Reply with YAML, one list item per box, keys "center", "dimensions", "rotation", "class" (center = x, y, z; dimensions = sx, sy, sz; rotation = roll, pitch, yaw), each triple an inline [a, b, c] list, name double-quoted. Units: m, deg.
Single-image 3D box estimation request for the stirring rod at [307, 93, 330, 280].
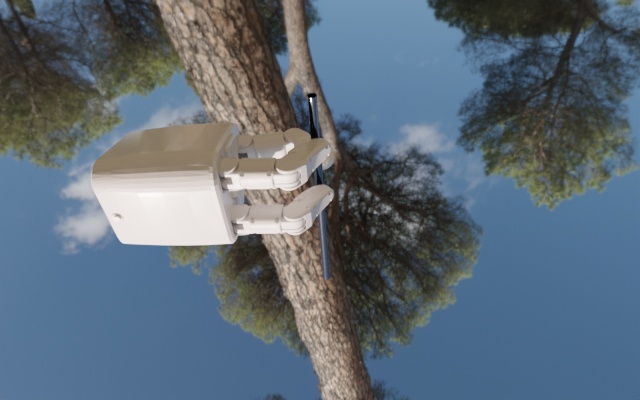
- center: [0.000, 0.001, 0.474]
  dimensions: [0.011, 0.240, 0.011]
  rotation: [-2, 43, 2]
  class: "stirring rod"
